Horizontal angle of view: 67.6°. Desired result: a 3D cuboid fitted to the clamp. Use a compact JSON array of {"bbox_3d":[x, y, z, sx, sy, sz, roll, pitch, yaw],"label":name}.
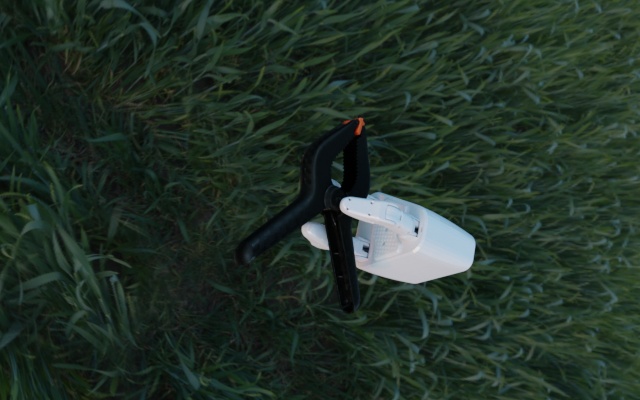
[{"bbox_3d":[0.001,0.001,0.503,0.164,0.210,0.036,24,-17,-39],"label":"clamp"}]
